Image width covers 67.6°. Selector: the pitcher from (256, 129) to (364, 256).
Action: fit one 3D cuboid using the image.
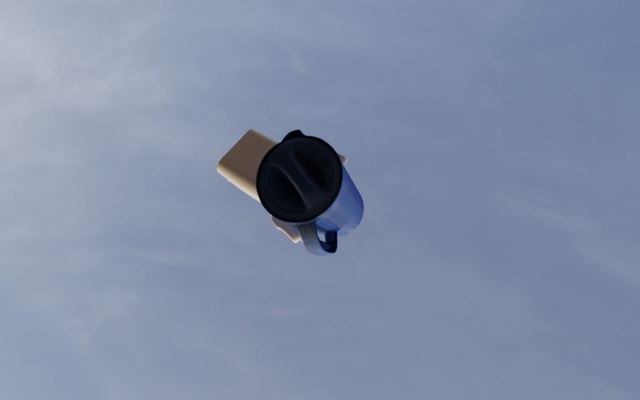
[{"bbox_3d":[0.000,0.002,0.795,0.145,0.149,0.243,32,-2,21],"label":"pitcher"}]
